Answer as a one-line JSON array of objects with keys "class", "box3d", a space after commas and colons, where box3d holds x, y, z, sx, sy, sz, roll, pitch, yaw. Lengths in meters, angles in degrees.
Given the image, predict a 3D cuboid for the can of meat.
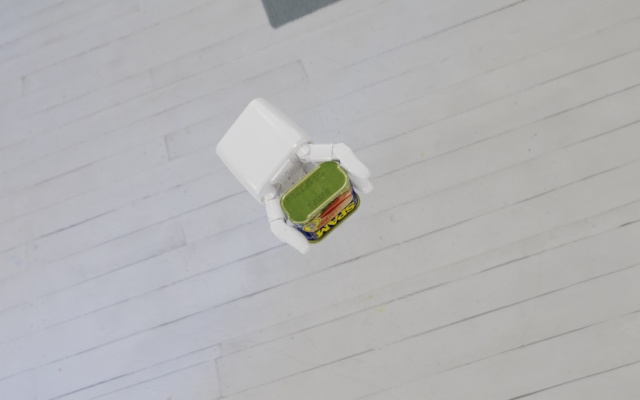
[{"class": "can of meat", "box3d": [0.000, 0.002, 0.649, 0.102, 0.057, 0.084, -40, -24, -5]}]
